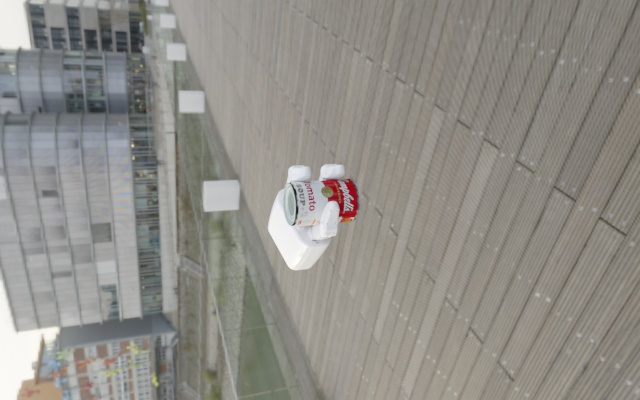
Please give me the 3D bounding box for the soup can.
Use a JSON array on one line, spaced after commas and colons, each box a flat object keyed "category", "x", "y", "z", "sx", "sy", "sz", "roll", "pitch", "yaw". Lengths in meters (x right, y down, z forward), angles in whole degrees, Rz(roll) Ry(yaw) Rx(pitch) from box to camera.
[{"category": "soup can", "x": 0.000, "y": 0.002, "z": 0.728, "sx": 0.102, "sy": 0.068, "sz": 0.068, "roll": -4, "pitch": 1, "yaw": -21}]
